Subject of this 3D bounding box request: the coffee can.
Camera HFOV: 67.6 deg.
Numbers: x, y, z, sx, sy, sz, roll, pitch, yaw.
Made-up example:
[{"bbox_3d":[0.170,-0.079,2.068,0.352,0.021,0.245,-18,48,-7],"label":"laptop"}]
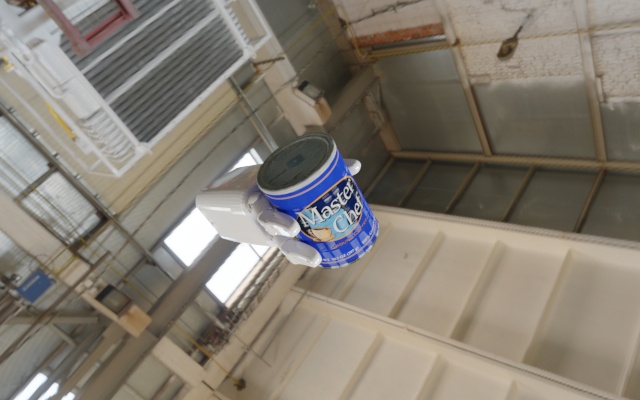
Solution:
[{"bbox_3d":[0.000,0.002,0.595,0.103,0.140,0.102,-21,36,16],"label":"coffee can"}]
